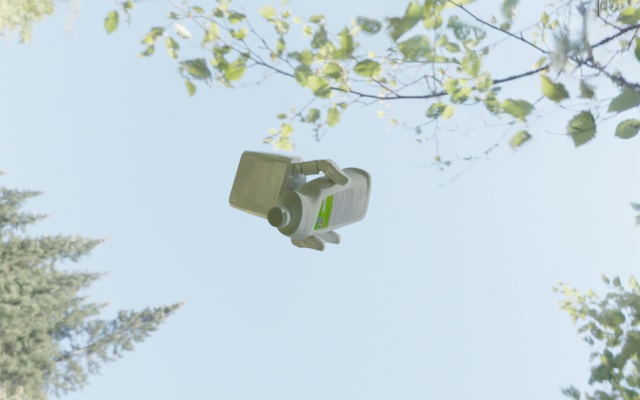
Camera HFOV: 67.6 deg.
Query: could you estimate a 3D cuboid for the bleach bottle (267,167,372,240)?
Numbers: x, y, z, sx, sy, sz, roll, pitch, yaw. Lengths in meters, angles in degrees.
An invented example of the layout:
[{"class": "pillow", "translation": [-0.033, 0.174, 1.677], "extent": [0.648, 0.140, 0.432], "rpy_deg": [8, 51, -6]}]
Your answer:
[{"class": "bleach bottle", "translation": [0.000, 0.003, 0.774], "extent": [0.068, 0.102, 0.251], "rpy_deg": [12, 12, 29]}]
